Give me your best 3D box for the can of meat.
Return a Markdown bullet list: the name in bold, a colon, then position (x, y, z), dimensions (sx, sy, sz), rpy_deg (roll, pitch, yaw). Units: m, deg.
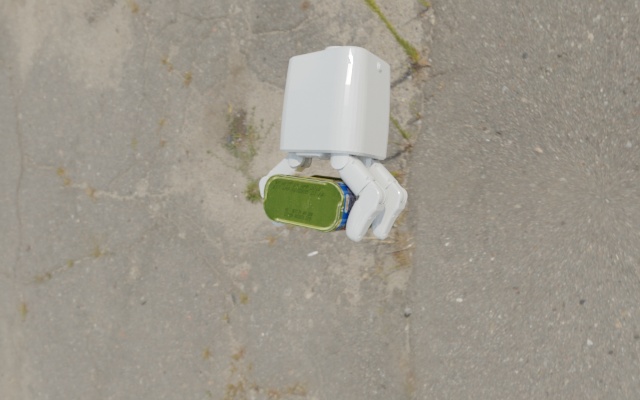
- **can of meat**: position (0.000, 0.002, 0.521), dimensions (0.102, 0.057, 0.084), rpy_deg (9, 4, 30)
